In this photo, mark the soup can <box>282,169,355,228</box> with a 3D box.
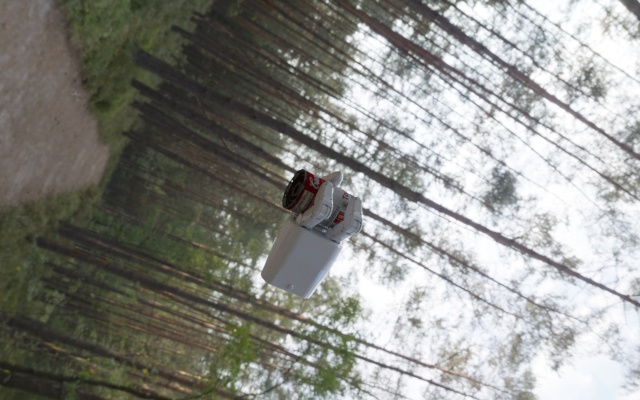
[{"bbox_3d":[0.001,0.002,0.753,0.102,0.068,0.068,27,-10,-21],"label":"soup can"}]
